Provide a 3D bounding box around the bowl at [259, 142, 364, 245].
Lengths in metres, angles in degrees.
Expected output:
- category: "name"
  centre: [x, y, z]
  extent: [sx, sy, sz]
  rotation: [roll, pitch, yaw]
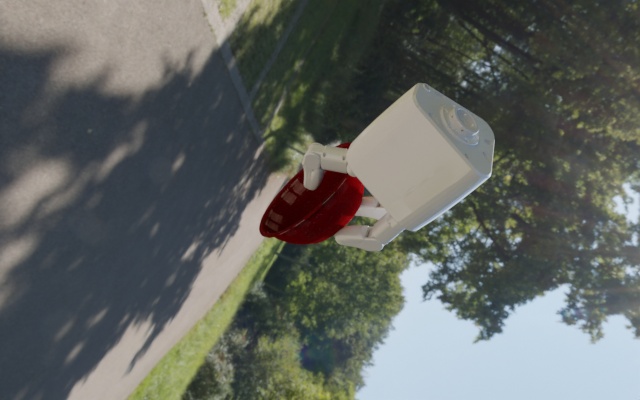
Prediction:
- category: "bowl"
  centre: [0.000, 0.002, 0.597]
  extent: [0.055, 0.162, 0.162]
  rotation: [47, -20, -20]
